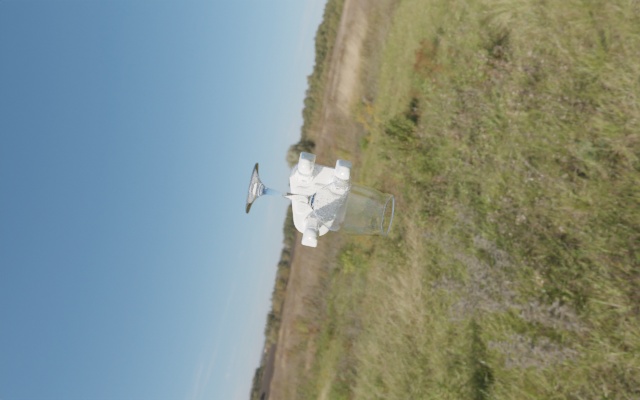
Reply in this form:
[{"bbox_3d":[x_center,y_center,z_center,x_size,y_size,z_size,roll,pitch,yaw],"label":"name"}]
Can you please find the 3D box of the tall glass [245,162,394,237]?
[{"bbox_3d":[-0.001,0.002,0.680,0.201,0.079,0.079,12,-1,-2],"label":"tall glass"}]
